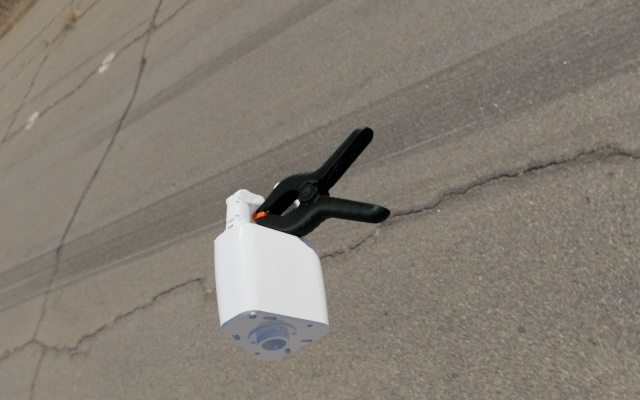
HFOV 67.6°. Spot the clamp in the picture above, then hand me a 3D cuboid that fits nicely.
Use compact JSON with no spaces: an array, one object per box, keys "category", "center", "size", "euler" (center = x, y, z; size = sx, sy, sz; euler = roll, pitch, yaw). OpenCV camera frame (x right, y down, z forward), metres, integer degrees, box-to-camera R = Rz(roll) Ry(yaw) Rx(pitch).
[{"category":"clamp","center":[0.000,0.001,0.532],"size":[0.171,0.120,0.039],"euler":[-33,-45,21]}]
